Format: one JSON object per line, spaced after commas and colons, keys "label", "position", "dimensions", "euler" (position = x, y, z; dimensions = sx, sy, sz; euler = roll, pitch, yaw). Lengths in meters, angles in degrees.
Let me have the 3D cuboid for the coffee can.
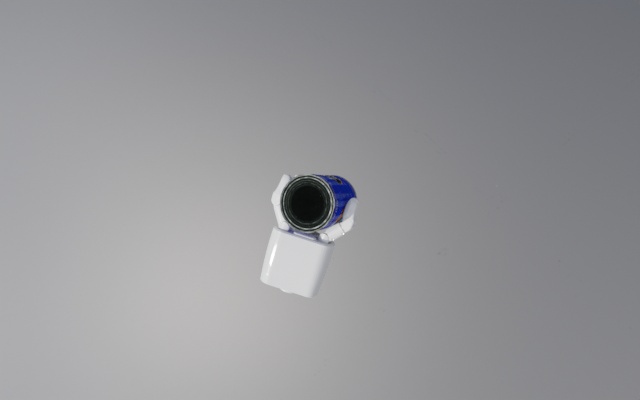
{"label": "coffee can", "position": [0.000, 0.003, 0.882], "dimensions": [0.103, 0.103, 0.140], "euler": [0, 2, 20]}
